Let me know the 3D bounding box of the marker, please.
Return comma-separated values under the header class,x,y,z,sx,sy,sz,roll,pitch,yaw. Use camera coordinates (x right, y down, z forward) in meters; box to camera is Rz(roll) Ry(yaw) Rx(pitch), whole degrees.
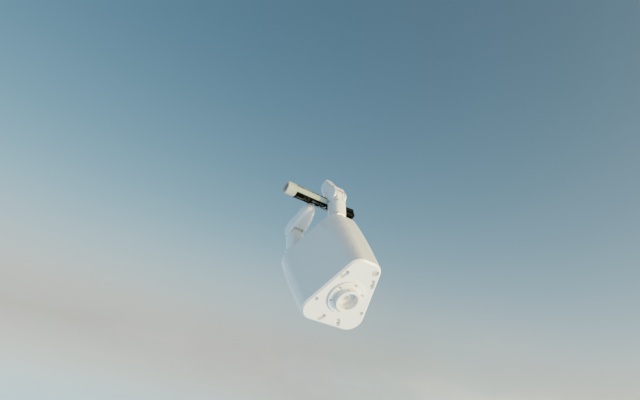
class,x,y,z,sx,sy,sz,roll,pitch,yaw
marker,0.000,0.002,0.696,0.121,0.020,0.020,24,-12,-27
